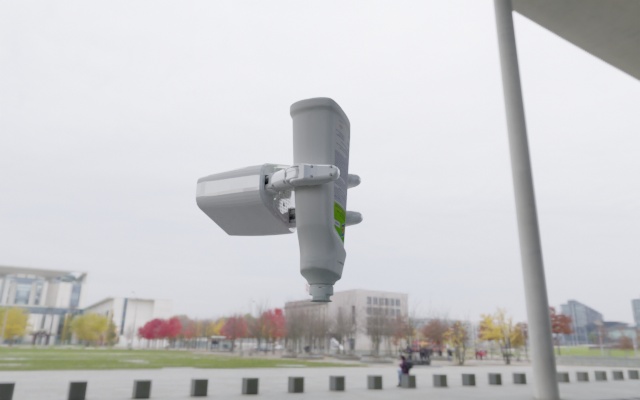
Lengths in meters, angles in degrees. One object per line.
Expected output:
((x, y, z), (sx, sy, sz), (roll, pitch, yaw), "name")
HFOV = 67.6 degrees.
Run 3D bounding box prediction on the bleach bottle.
((0.000, 0.002, 0.616), (0.068, 0.250, 0.102), (-5, -18, 21), "bleach bottle")
